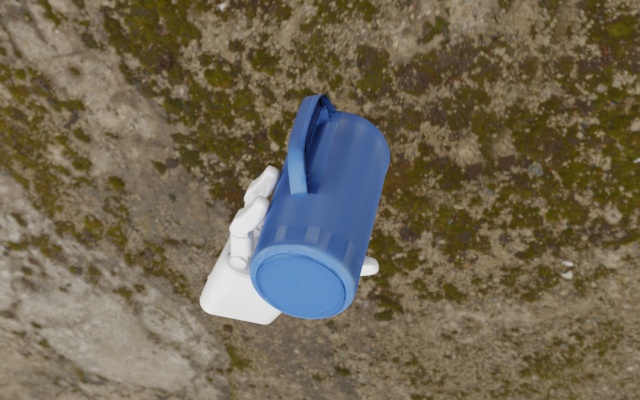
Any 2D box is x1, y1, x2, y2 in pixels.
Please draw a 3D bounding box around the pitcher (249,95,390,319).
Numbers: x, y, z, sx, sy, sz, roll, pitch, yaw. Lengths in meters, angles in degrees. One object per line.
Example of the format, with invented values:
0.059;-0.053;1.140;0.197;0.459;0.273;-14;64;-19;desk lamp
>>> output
0.000;0.002;0.546;0.149;0.242;0.145;30;-51;-11;pitcher
